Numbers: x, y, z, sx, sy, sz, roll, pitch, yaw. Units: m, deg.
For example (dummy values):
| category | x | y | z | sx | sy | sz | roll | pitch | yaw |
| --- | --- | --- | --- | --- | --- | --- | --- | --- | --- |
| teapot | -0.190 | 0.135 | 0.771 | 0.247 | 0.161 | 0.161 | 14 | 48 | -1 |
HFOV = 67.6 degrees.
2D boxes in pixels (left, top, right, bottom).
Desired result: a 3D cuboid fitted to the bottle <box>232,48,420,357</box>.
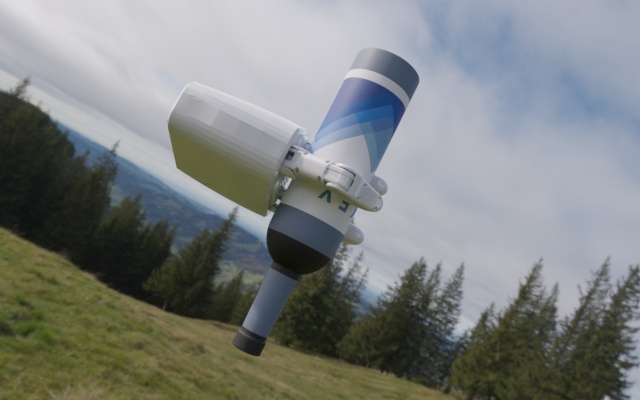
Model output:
| category | x | y | z | sx | sy | sz | roll | pitch | yaw |
| --- | --- | --- | --- | --- | --- | --- | --- | --- | --- |
| bottle | 0.000 | 0.001 | 0.442 | 0.069 | 0.295 | 0.069 | 26 | -9 | 4 |
